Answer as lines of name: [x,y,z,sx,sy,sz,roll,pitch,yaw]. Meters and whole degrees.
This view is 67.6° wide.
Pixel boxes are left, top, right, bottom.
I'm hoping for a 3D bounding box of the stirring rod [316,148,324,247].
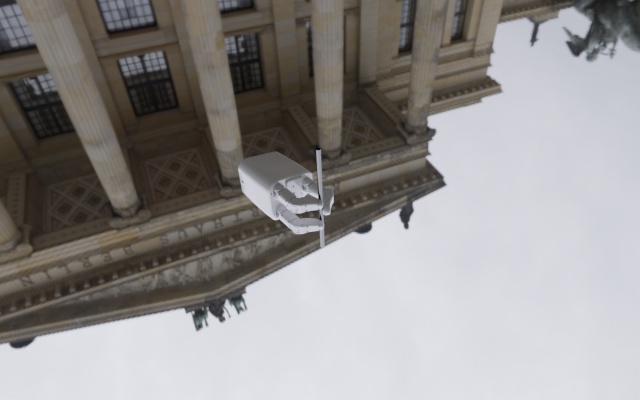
stirring rod: [0.000,0.003,0.875,0.011,0.240,0.011,-1,43,1]
